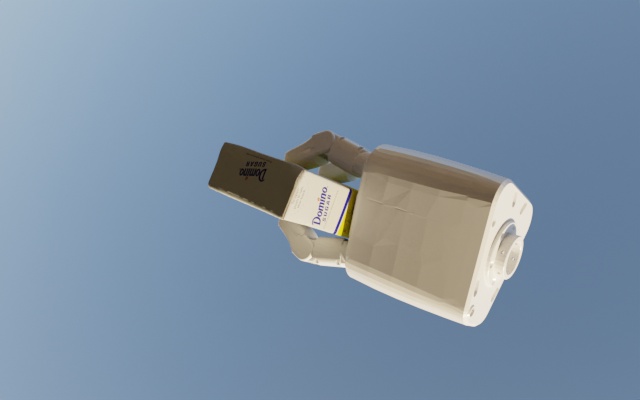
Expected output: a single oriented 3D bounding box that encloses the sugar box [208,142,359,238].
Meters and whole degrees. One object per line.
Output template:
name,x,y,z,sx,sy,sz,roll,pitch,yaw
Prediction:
sugar box,0.000,0.001,0.421,0.093,0.048,0.176,21,-2,38
